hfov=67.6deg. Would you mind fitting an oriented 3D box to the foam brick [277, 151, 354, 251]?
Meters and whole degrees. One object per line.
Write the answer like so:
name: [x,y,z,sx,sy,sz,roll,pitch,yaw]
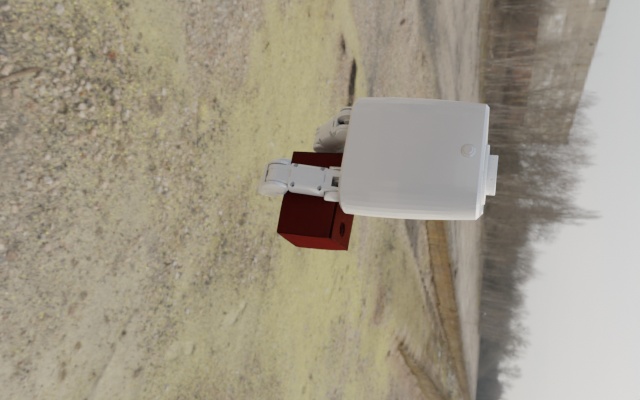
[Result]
foam brick: [0.000,0.002,0.425,0.051,0.078,0.053,6,-15,20]
